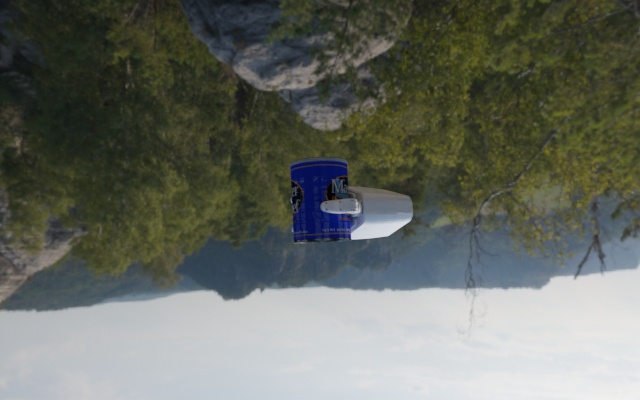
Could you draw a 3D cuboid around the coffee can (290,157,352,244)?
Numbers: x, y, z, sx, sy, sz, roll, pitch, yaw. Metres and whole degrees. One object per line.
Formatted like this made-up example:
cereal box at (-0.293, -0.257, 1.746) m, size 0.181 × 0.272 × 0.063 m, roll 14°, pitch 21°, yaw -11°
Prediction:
coffee can at (0.000, 0.003, 0.836) m, size 0.103 × 0.140 × 0.103 m, roll -3°, pitch -7°, yaw 0°
